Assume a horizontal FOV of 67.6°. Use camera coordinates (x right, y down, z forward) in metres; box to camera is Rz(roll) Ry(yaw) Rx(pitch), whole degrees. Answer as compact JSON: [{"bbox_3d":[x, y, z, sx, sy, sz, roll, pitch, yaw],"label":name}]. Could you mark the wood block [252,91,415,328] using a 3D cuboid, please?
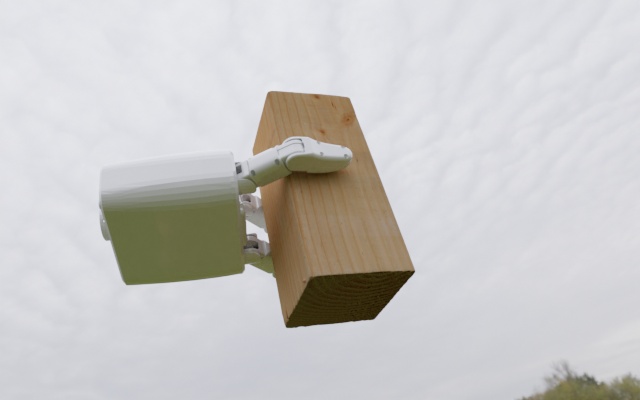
[{"bbox_3d":[0.000,0.001,0.447,0.090,0.206,0.091,0,-38,-21],"label":"wood block"}]
